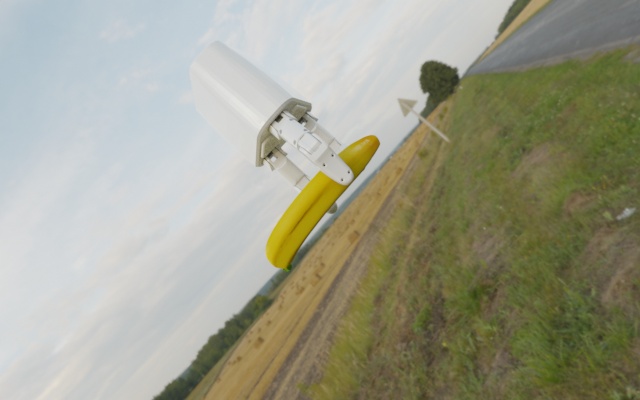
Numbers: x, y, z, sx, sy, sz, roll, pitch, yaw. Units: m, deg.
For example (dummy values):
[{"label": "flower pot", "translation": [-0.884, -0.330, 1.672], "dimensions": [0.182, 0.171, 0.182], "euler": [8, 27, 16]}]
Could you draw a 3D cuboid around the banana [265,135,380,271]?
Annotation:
[{"label": "banana", "translation": [-0.008, 0.008, 0.517], "dimensions": [0.037, 0.198, 0.069], "euler": [40, 22, 9]}]
